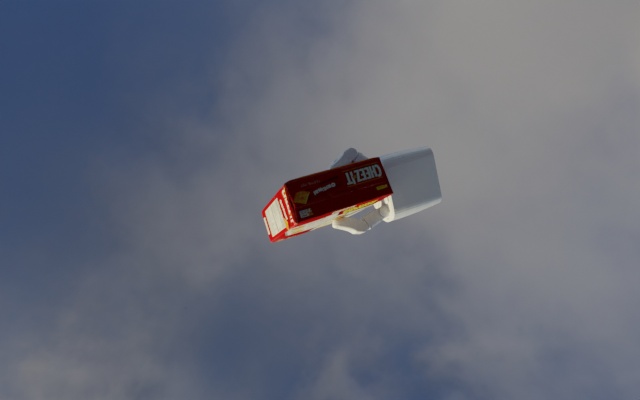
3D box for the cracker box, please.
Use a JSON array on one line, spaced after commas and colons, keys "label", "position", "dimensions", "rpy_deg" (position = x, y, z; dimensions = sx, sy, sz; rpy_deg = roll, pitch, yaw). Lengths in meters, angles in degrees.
[{"label": "cracker box", "position": [0.000, 0.003, 0.804], "dimensions": [0.164, 0.072, 0.214], "rpy_deg": [-17, -7, -19]}]
